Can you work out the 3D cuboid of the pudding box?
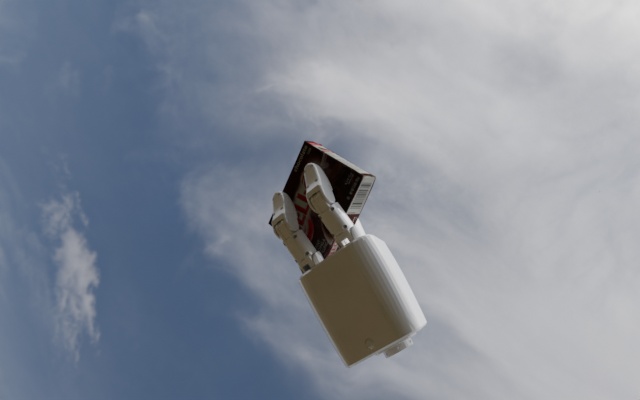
[{"bbox_3d":[0.000,0.002,0.545,0.090,0.113,0.039,33,15,30],"label":"pudding box"}]
